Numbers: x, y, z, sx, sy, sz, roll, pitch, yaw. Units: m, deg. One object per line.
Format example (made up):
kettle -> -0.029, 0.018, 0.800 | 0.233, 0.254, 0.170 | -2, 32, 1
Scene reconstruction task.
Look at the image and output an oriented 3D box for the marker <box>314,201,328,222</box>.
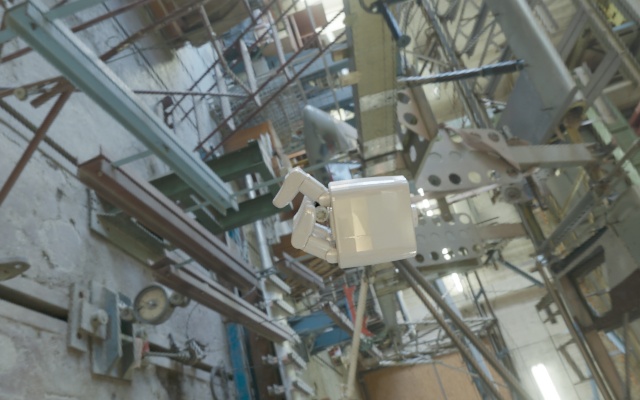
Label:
marker -> 0.000, 0.002, 0.684 | 0.020, 0.020, 0.121 | 0, 17, -1
